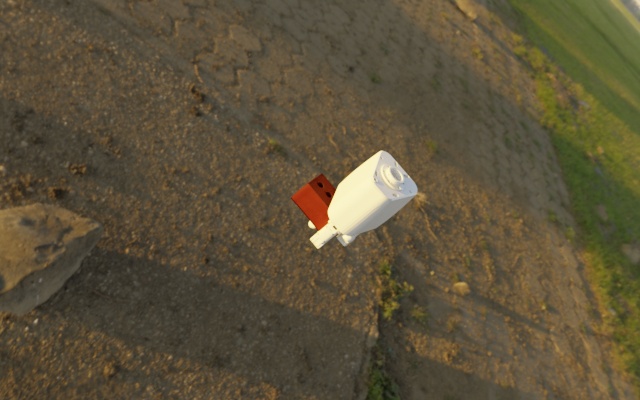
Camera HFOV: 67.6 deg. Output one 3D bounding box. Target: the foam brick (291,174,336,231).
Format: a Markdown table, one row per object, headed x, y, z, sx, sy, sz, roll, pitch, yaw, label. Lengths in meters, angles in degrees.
| x | y | z | sx | sy | sz | roll | pitch | yaw | label |
| --- | --- | --- | --- | --- | --- | --- | --- | --- | --- |
| 0.000 | 0.003 | 0.822 | 0.051 | 0.078 | 0.053 | -42 | -2 | 38 | foam brick |
